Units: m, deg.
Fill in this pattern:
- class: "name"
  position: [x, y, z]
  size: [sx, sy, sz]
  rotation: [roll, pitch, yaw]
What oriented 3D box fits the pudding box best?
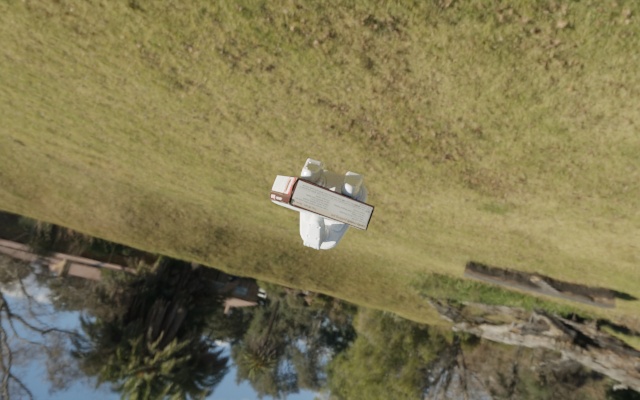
- class: "pudding box"
  position: [0.000, 0.002, 0.618]
  size: [0.113, 0.039, 0.090]
  rotation: [18, -3, -22]
